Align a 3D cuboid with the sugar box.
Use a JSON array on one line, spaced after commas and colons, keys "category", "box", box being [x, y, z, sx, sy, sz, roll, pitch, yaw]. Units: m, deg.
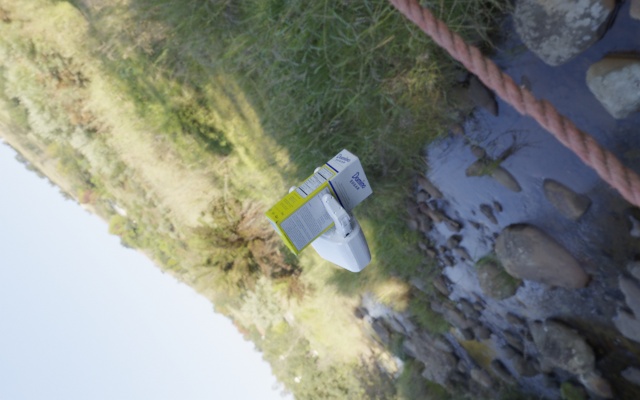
[{"category": "sugar box", "box": [0.000, 0.003, 0.807, 0.048, 0.176, 0.093, 38, -17, 43]}]
